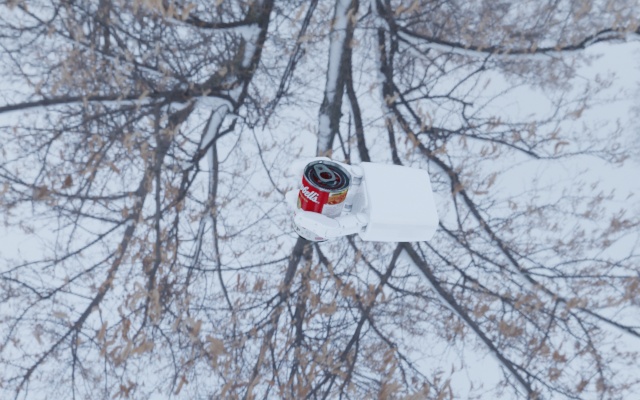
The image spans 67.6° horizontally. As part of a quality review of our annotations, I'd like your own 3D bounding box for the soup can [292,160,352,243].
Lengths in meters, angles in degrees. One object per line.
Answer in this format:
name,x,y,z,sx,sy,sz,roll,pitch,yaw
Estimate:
soup can,0.000,0.003,0.685,0.068,0.102,0.068,9,40,-8
